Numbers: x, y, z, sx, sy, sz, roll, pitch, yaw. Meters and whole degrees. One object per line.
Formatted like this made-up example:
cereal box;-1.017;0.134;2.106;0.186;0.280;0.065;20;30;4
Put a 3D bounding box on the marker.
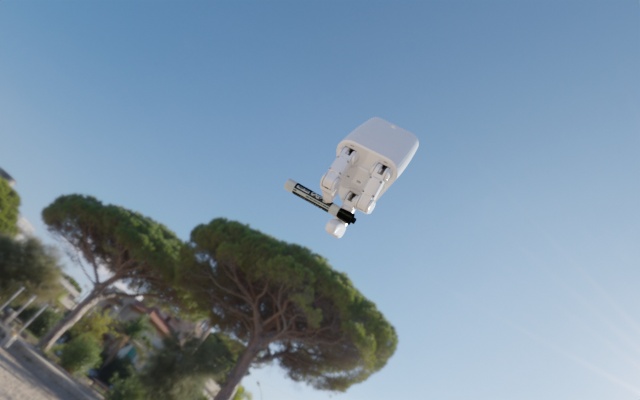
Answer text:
marker;0.000;0.002;0.718;0.121;0.020;0.020;29;8;14
